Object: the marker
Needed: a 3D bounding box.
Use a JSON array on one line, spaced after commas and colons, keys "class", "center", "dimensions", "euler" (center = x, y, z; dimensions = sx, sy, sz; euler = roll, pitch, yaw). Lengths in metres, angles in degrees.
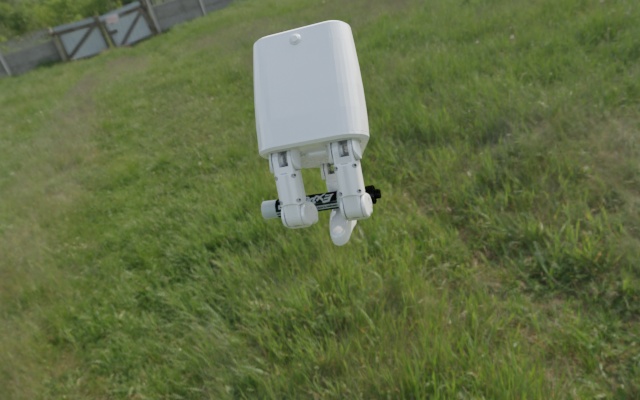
[{"class": "marker", "center": [0.000, 0.002, 0.476], "dimensions": [0.121, 0.020, 0.020], "euler": [-9, -2, 14]}]
